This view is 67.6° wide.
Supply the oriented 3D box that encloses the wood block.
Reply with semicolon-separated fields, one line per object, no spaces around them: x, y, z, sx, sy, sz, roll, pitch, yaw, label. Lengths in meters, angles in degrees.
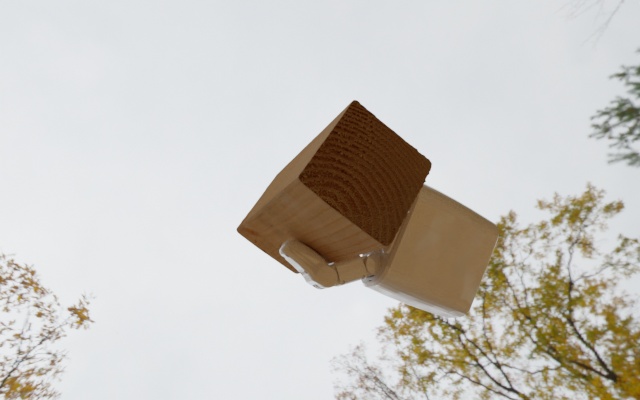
0.000;0.002;0.464;0.090;0.090;0.206;37;-25;-10;wood block
